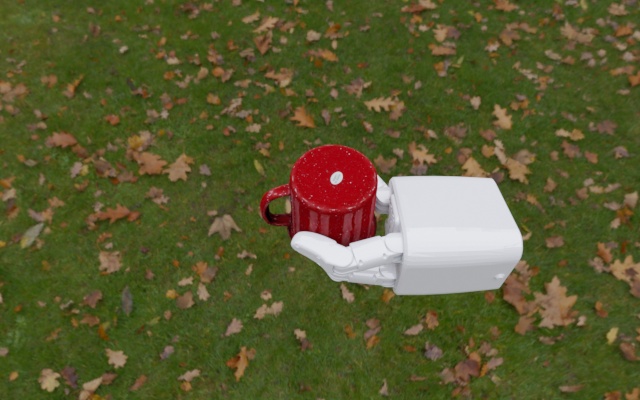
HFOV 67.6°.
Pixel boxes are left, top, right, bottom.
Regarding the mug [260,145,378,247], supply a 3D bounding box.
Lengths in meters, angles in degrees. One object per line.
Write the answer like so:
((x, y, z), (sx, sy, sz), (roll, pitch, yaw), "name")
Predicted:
((-0.001, 0.001, 0.462), (0.117, 0.093, 0.082), (-3, -36, -2), "mug")
